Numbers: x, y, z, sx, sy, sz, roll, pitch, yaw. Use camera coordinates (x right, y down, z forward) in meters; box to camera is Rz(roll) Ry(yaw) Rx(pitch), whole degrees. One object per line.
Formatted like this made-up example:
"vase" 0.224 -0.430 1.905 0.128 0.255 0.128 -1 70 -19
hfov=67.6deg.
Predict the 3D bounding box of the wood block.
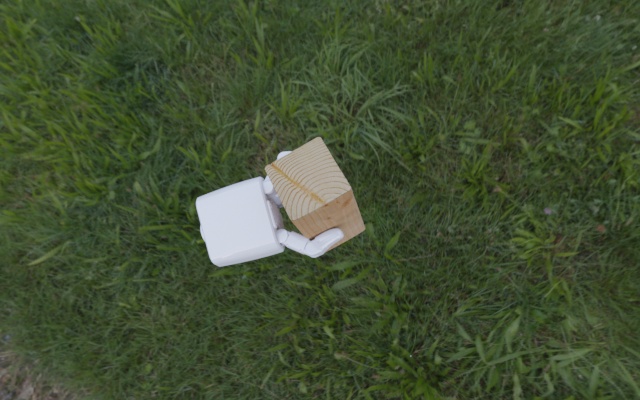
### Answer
"wood block" 0.000 0.003 0.720 0.090 0.090 0.206 -29 -21 0
